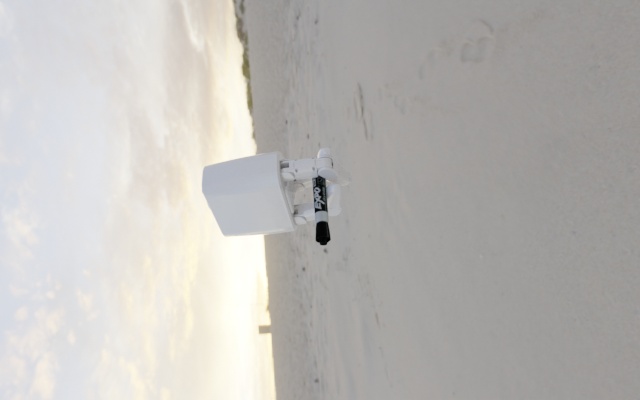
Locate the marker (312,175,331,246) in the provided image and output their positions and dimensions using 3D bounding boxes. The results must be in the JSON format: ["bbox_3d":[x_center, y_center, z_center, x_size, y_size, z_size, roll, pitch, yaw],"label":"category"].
[{"bbox_3d":[0.000,0.002,0.609,0.020,0.121,0.020,-3,-32,-2],"label":"marker"}]
